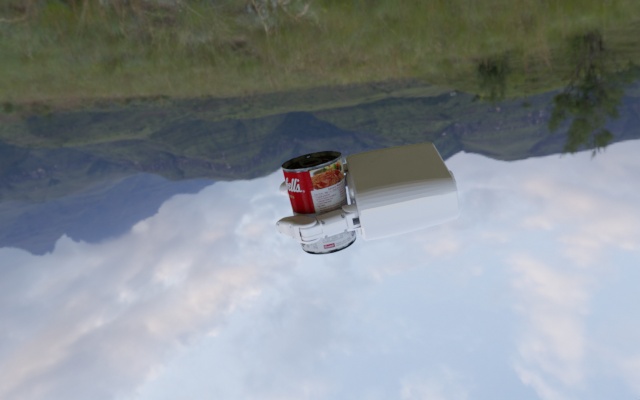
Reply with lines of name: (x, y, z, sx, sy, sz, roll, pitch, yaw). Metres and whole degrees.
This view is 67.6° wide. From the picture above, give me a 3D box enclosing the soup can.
soup can: (0.000, 0.002, 0.543, 0.068, 0.102, 0.068, -11, 18, 4)
